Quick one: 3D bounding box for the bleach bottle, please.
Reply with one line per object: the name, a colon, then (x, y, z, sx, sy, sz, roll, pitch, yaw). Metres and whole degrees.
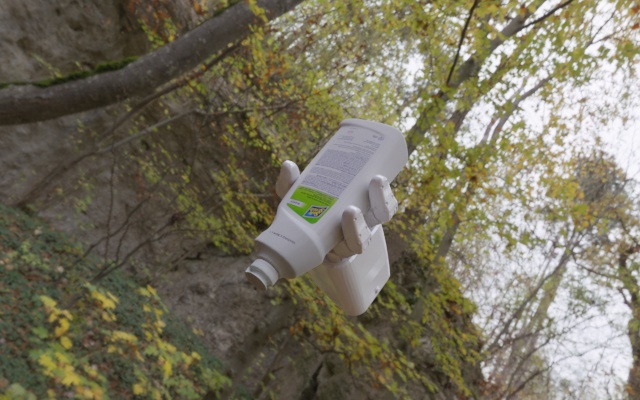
bleach bottle: (0.000, 0.002, 0.555, 0.102, 0.068, 0.250, 16, 50, 37)
